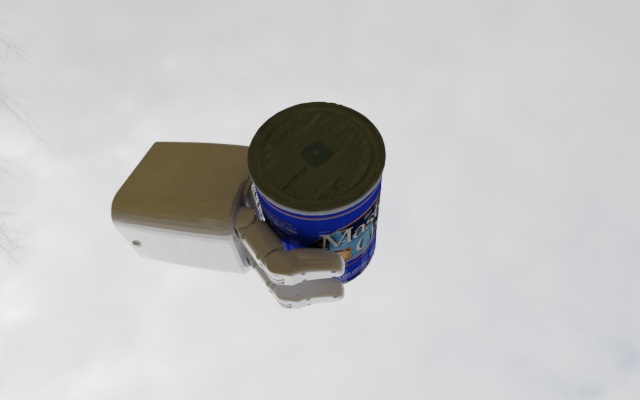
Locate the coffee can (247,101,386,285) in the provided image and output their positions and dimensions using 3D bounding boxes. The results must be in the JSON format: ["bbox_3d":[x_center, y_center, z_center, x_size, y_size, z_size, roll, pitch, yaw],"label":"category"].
[{"bbox_3d":[0.000,0.001,0.410,0.103,0.102,0.140,0,-32,3],"label":"coffee can"}]
